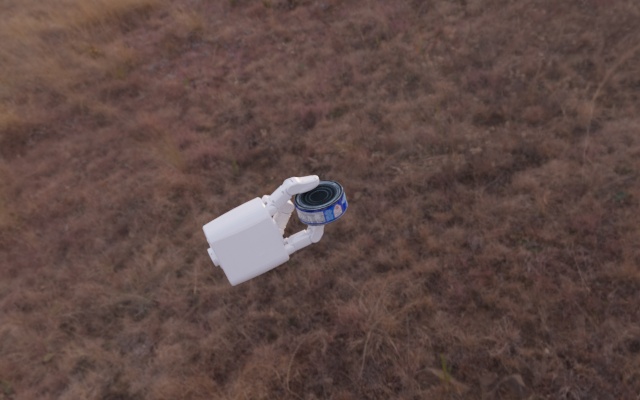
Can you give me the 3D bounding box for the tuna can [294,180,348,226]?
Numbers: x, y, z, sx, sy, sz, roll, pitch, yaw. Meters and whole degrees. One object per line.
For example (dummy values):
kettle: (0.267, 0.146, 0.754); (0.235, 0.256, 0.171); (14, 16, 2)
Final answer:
tuna can: (0.000, 0.002, 0.791); (0.086, 0.034, 0.086); (-11, 34, 7)
